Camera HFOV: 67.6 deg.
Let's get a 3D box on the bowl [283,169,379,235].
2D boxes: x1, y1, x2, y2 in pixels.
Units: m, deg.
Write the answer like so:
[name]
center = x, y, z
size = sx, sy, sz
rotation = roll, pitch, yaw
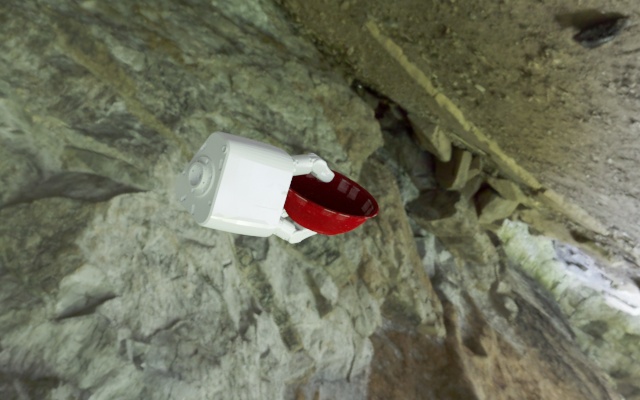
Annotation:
[bowl]
center = 0.001, 0.003, 0.689
size = 0.162, 0.055, 0.162
rotation = 20, 22, -9
